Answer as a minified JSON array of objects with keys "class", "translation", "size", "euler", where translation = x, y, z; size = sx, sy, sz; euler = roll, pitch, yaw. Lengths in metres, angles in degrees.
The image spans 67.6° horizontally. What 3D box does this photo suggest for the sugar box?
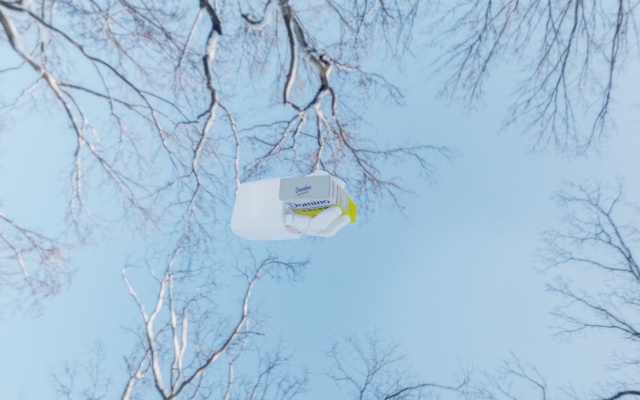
[{"class":"sugar box","translation":[0.000,0.003,0.869],"size":[0.093,0.048,0.176],"euler":[-3,-15,19]}]
